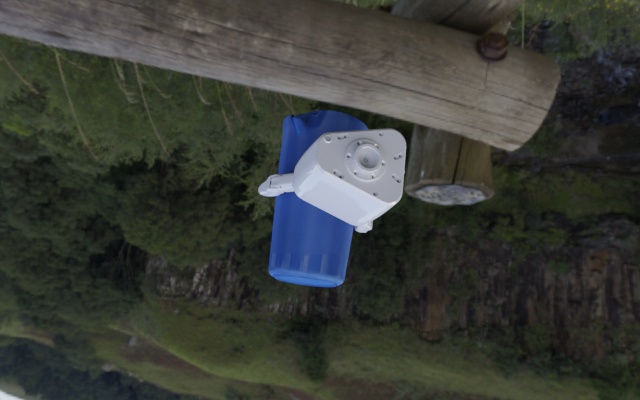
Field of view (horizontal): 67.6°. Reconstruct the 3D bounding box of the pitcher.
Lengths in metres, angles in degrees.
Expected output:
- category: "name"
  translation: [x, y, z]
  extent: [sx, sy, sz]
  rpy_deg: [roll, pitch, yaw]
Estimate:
- category: "pitcher"
  translation: [0.000, 0.002, 0.711]
  extent: [0.149, 0.242, 0.145]
  rpy_deg: [12, -16, -14]
